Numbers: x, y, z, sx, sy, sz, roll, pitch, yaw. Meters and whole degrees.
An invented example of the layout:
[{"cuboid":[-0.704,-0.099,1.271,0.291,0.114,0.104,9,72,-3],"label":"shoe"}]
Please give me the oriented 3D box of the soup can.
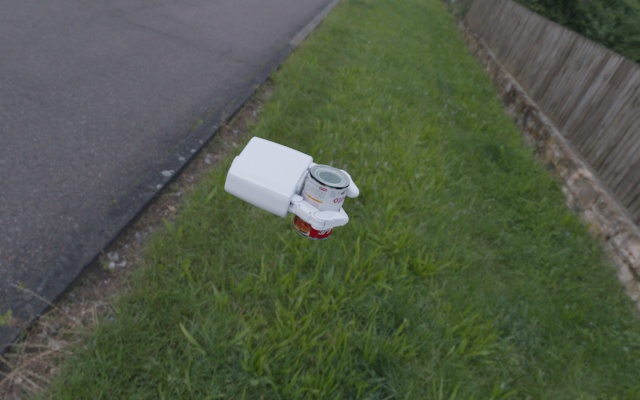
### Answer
[{"cuboid":[0.001,0.002,0.760,0.068,0.102,0.068,15,30,-9],"label":"soup can"}]
